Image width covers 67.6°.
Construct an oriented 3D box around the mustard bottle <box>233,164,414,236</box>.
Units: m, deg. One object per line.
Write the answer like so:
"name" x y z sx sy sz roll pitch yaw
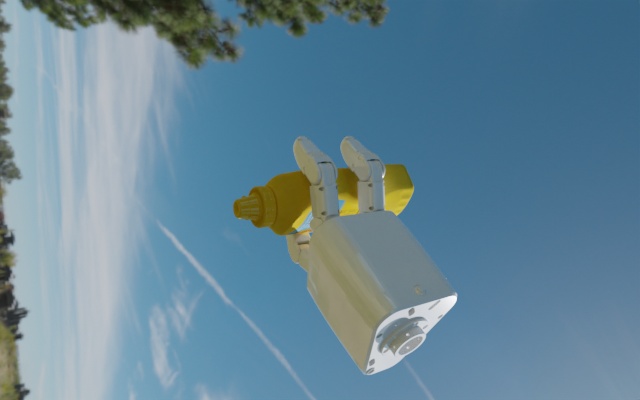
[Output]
"mustard bottle" 0.000 0.001 0.504 0.191 0.058 0.096 -6 -23 -33
